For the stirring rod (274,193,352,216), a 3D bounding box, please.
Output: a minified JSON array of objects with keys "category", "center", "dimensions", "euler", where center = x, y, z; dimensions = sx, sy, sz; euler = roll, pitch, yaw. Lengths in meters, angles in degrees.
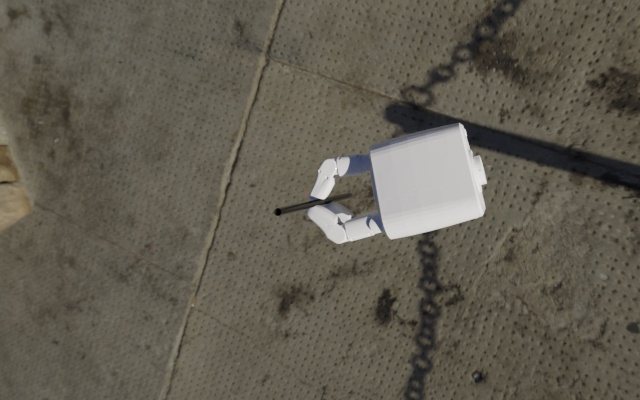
[{"category":"stirring rod","center":[0.000,0.002,0.585],"dimensions":[0.011,0.011,0.239],"euler":[0,5,21]}]
